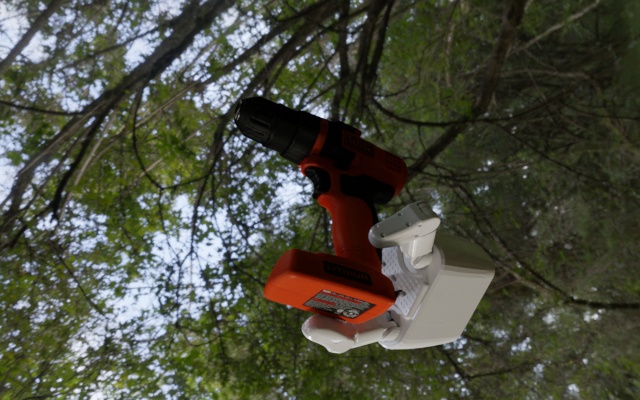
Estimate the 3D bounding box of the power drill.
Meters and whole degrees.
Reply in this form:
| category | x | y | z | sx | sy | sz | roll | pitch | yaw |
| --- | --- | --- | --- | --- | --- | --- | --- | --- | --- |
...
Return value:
| category | x | y | z | sx | sy | sz | roll | pitch | yaw |
| --- | --- | --- | --- | --- | --- | --- | --- | --- | --- |
| power drill | 0.000 | 0.002 | 0.423 | 0.184 | 0.187 | 0.057 | 20 | -39 | -20 |
